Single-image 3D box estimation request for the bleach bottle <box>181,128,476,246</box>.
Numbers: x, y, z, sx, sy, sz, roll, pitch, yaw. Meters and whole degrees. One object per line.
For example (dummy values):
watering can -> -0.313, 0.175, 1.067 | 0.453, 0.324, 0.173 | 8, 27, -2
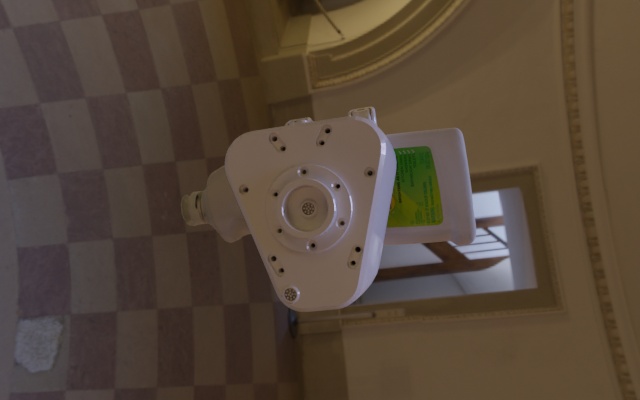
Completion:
bleach bottle -> 0.000, 0.001, 0.424 | 0.251, 0.102, 0.068 | -7, -4, 9
